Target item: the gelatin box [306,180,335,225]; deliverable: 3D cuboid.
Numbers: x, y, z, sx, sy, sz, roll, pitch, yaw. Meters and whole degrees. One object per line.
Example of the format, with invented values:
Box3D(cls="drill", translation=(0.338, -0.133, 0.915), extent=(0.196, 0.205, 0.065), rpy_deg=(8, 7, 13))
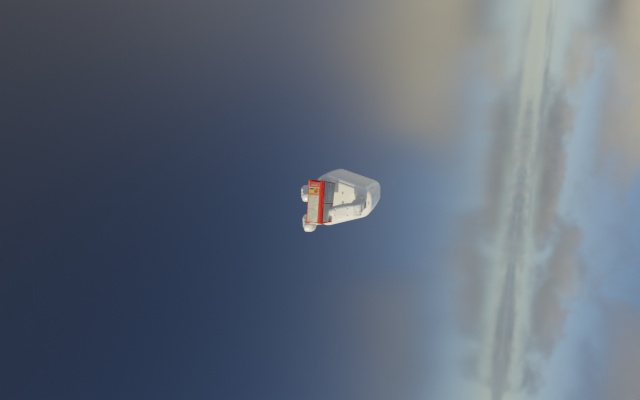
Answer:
Box3D(cls="gelatin box", translation=(0.000, 0.003, 0.829), extent=(0.030, 0.073, 0.089), rpy_deg=(4, 1, 13))
